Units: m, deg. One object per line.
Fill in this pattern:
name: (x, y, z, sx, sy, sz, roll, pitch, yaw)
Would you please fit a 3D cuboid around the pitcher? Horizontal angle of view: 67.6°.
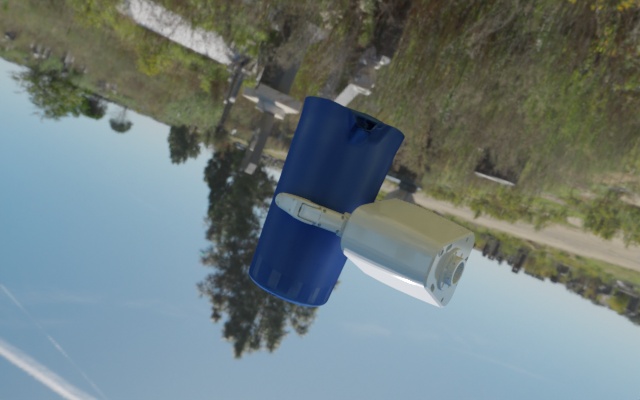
pitcher: (0.000, 0.002, 0.611, 0.145, 0.243, 0.149, 24, 3, 34)
